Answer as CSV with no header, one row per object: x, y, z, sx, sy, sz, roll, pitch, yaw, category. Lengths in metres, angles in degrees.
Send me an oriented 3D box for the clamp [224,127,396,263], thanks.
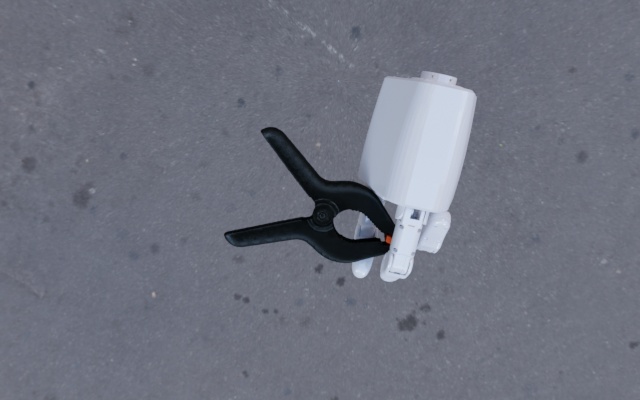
0.000,0.002,0.458,0.171,0.120,0.039,12,13,-1,clamp
